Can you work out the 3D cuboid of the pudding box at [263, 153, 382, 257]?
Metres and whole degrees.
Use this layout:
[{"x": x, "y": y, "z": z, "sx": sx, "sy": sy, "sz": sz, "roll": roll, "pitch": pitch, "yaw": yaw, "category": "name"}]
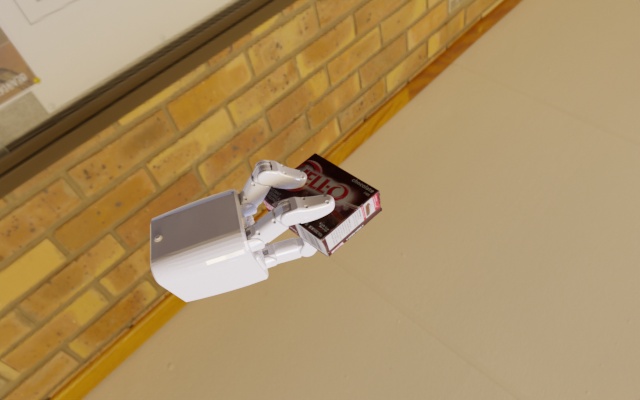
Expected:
[{"x": 0.000, "y": 0.002, "z": 0.551, "sx": 0.090, "sy": 0.039, "sz": 0.113, "roll": -40, "pitch": 52, "yaw": -20, "category": "pudding box"}]
